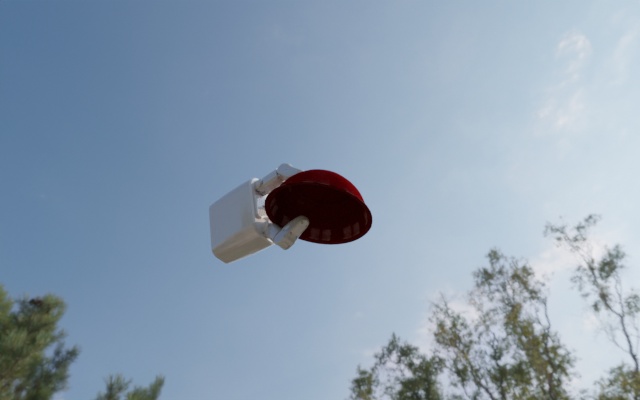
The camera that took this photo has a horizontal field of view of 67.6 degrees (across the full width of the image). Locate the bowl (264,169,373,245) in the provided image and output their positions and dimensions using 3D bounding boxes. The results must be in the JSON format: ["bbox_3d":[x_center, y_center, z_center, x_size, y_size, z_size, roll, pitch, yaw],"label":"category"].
[{"bbox_3d":[0.001,0.002,0.718,0.162,0.055,0.162,8,-35,6],"label":"bowl"}]
